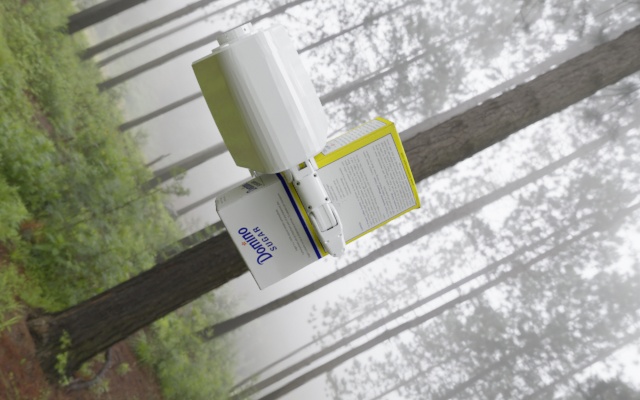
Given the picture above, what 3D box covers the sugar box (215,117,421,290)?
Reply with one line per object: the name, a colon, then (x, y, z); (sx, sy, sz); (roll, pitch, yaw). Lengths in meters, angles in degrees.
sugar box: (0.000, 0.001, 0.451); (0.176, 0.093, 0.048); (-25, 23, -4)
